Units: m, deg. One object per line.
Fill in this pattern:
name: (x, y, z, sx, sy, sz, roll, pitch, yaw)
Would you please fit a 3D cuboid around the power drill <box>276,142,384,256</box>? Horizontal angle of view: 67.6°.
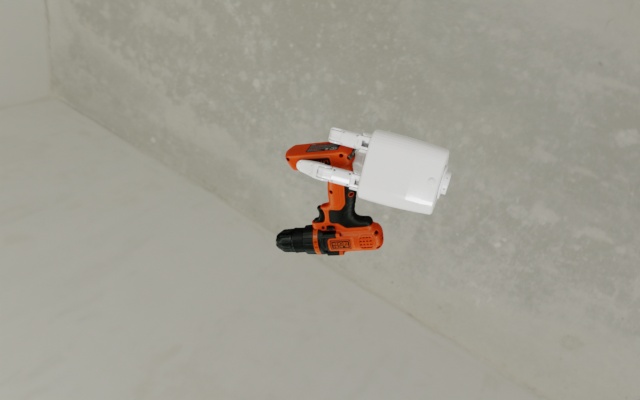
power drill: (0.000, 0.002, 0.766, 0.184, 0.188, 0.057, -5, 26, 15)
